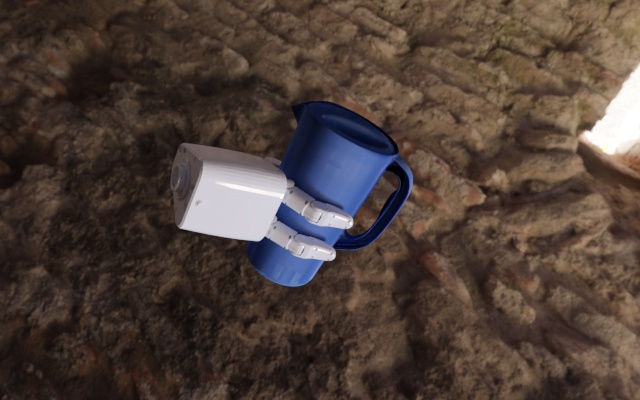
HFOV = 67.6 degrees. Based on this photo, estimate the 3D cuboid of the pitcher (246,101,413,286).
[{"bbox_3d":[0.000,0.002,0.647,0.145,0.243,0.149,11,30,-33],"label":"pitcher"}]
